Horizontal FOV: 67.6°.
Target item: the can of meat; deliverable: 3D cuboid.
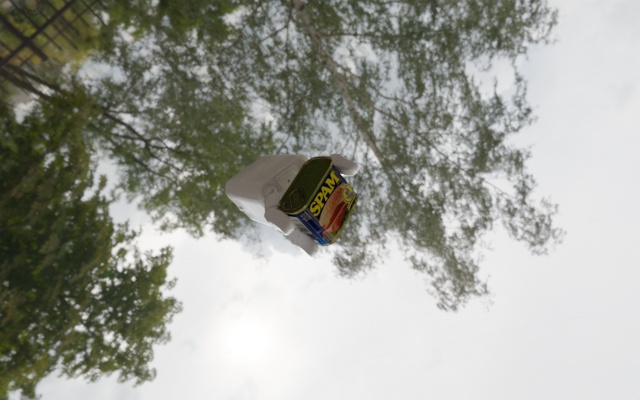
[{"bbox_3d":[0.000,0.002,0.682,0.057,0.102,0.084,4,-35,46],"label":"can of meat"}]
